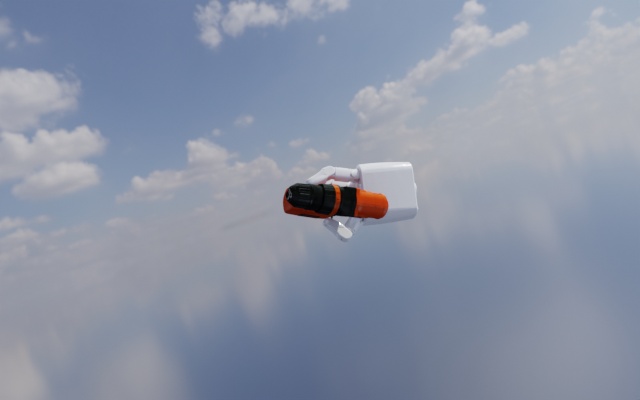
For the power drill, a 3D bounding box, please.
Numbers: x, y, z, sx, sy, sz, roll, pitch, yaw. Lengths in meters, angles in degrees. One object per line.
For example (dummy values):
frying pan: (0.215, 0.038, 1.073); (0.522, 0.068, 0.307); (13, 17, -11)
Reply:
power drill: (0.000, 0.003, 0.850); (0.184, 0.057, 0.187); (9, -4, -25)
